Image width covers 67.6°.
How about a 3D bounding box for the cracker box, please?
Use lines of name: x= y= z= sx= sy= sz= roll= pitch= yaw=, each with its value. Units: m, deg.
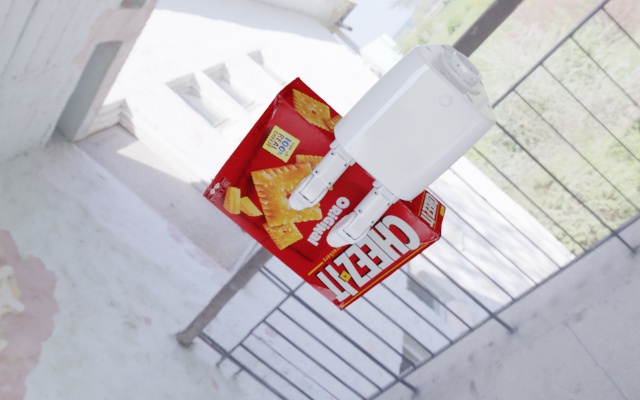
cracker box: x=0.000 y=0.002 z=0.521 sx=0.164 sy=0.214 sz=0.072 roll=-44 pitch=8 yaw=35
